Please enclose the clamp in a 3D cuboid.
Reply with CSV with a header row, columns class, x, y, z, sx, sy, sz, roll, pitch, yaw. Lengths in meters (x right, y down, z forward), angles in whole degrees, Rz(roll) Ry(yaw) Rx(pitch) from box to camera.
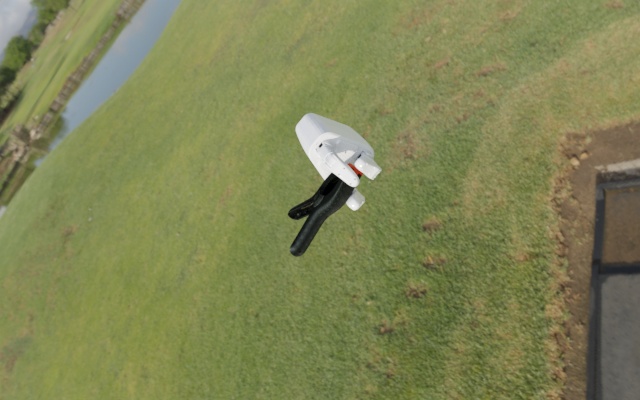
class,x,y,z,sx,sy,sz,roll,pitch,yaw
clamp,0.000,0.002,0.790,0.039,0.171,0.120,35,14,-30
